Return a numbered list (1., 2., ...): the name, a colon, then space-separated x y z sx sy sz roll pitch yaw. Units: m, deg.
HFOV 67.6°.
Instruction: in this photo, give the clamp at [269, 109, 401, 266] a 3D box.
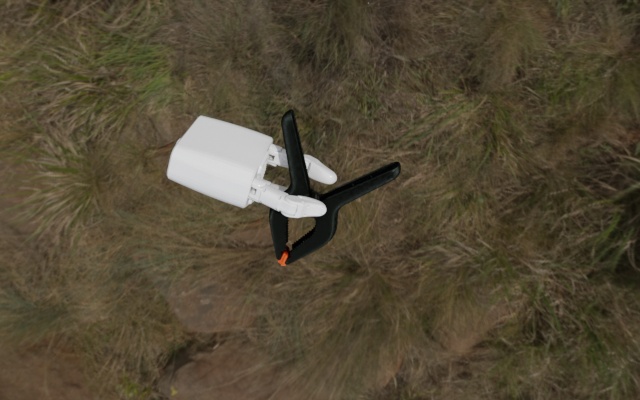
1. clamp: 0.000 0.003 0.637 0.164 0.210 0.036 20 23 -2
